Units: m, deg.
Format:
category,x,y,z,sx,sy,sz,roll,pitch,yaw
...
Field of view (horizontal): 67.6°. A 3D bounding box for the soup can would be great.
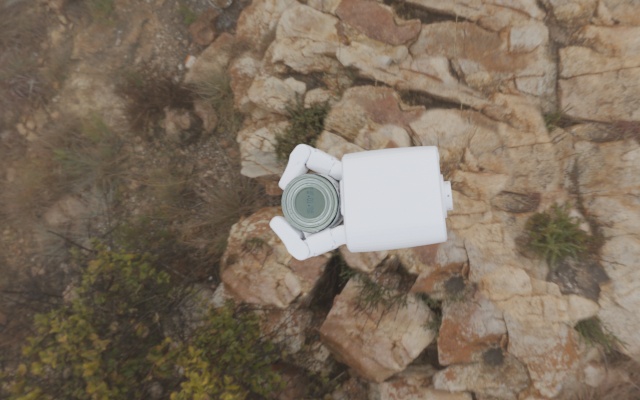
category,x,y,z,sx,sy,sz,roll,pitch,yaw
soup can,0.000,0.002,0.572,0.068,0.068,0.102,0,1,14
